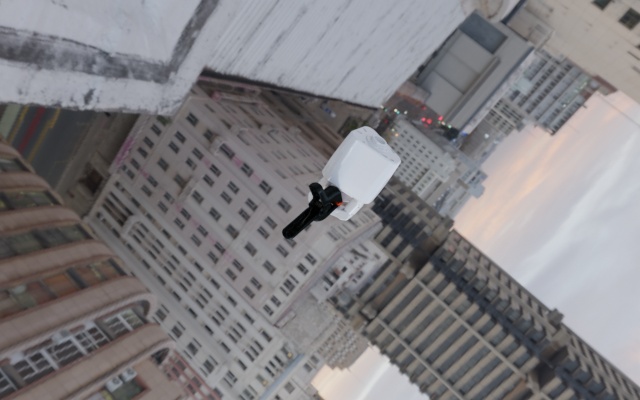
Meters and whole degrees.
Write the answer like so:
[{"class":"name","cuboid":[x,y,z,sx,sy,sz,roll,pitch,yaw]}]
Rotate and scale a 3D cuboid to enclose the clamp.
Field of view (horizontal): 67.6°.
[{"class":"clamp","cuboid":[0.001,0.003,0.898,0.039,0.120,0.171,42,32,11]}]
